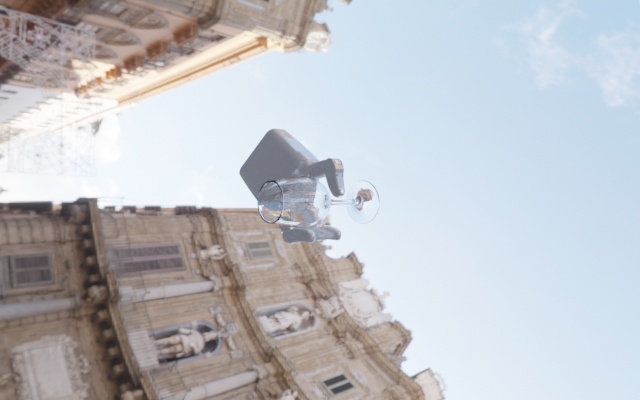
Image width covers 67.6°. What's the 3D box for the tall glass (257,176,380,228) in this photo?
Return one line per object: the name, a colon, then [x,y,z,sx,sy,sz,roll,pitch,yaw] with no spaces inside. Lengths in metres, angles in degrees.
tall glass: [0.001,0.002,0.745,0.201,0.079,0.079,0,0,-44]
